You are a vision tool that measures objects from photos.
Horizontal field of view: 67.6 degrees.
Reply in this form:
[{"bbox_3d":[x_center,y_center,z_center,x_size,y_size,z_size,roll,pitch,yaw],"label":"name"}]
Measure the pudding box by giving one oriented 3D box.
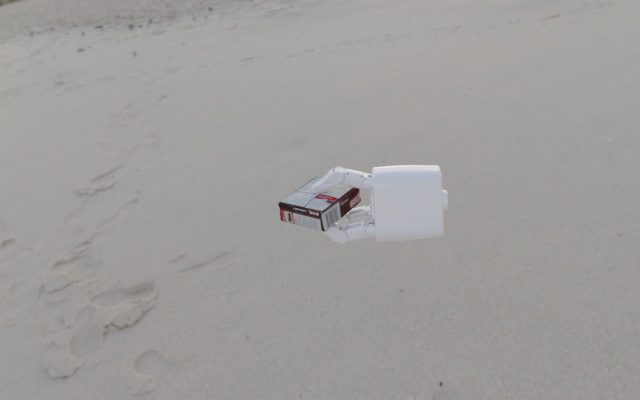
[{"bbox_3d":[0.000,0.002,0.786,0.090,0.039,0.113,11,31,34],"label":"pudding box"}]
